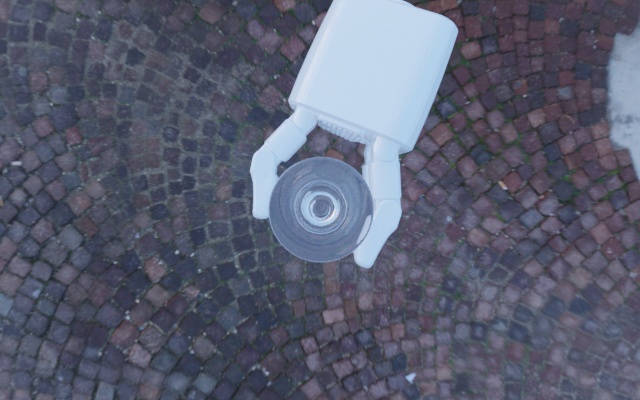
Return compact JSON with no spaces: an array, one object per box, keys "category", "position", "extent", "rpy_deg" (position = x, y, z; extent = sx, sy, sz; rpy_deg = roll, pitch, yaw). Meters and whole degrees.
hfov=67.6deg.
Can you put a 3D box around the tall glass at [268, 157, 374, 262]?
[{"category":"tall glass","position":[0.000,0.002,0.432],"extent":[0.079,0.079,0.201],"rpy_deg":[0,3,0]}]
